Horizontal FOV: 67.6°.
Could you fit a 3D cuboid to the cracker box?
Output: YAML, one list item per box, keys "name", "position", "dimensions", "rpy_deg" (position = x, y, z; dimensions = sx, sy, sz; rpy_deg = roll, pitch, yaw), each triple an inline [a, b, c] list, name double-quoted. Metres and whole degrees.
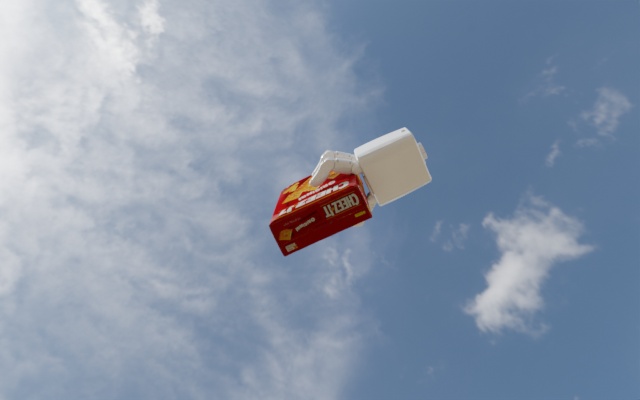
- name: "cracker box"
  position: [0.000, 0.003, 0.878]
  dimensions: [0.164, 0.072, 0.213]
  rpy_deg: [-25, 14, 8]
